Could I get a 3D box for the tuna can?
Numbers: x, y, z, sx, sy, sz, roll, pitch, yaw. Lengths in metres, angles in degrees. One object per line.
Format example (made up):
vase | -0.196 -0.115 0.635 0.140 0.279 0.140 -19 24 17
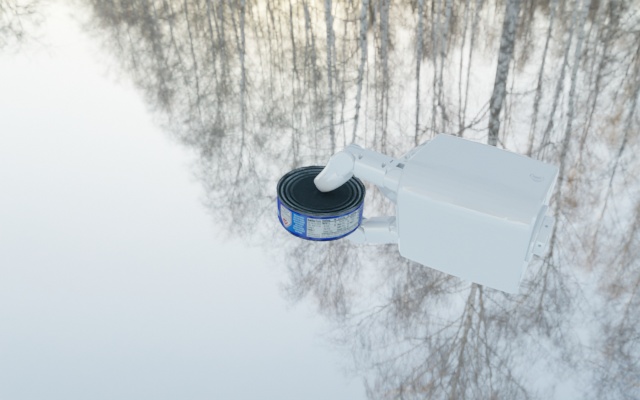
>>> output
tuna can | 0.000 0.002 0.465 0.086 0.034 0.086 2 35 -1
